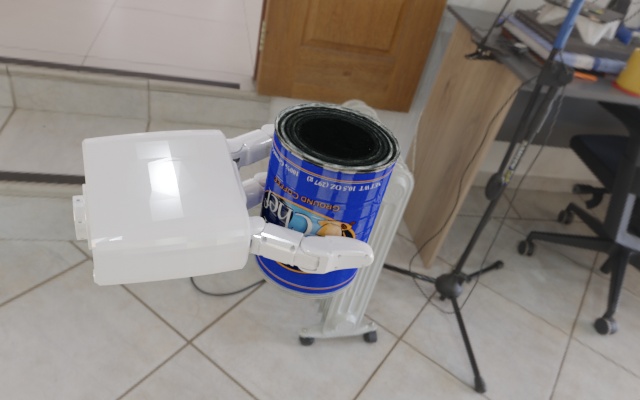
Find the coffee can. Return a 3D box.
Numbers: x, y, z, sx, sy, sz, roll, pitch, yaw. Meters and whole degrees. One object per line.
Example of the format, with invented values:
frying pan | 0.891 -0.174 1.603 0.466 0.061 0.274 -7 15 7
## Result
coffee can | 0.000 0.002 0.418 0.103 0.140 0.102 9 37 -7
